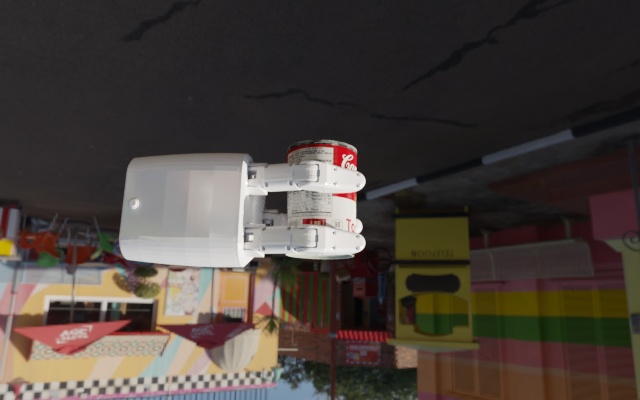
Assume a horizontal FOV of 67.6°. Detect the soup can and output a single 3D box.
[{"bbox_3d":[0.001,0.002,0.453,0.068,0.102,0.068,1,-13,0],"label":"soup can"}]
